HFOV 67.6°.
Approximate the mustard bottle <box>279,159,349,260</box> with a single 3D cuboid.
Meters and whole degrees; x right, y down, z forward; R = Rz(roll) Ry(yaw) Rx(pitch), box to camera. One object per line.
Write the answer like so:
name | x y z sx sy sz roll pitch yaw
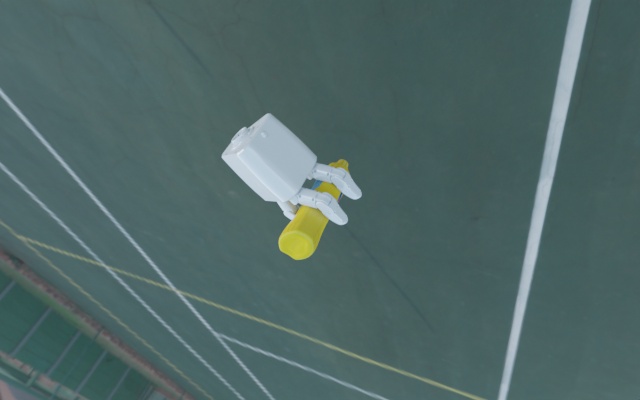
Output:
mustard bottle | 0.000 0.003 0.794 0.058 0.191 0.096 31 -32 -2
